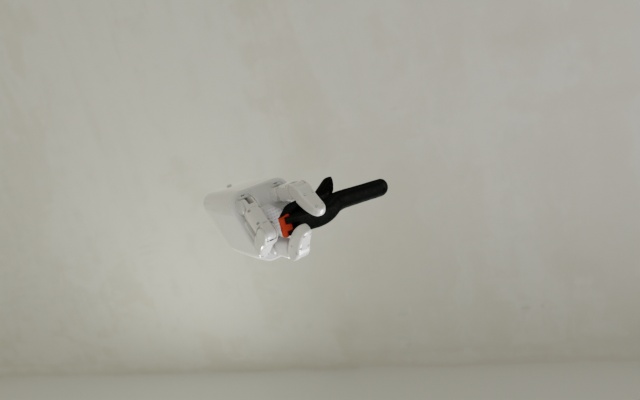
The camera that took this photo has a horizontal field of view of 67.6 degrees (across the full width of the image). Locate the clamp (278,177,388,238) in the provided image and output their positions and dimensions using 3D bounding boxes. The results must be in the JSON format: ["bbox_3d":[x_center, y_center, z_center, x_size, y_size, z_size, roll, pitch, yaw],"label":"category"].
[{"bbox_3d":[0.000,0.003,0.685,0.171,0.039,0.120,-23,15,-33],"label":"clamp"}]
